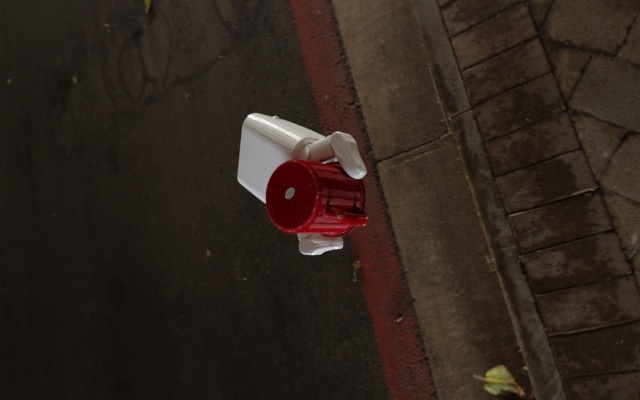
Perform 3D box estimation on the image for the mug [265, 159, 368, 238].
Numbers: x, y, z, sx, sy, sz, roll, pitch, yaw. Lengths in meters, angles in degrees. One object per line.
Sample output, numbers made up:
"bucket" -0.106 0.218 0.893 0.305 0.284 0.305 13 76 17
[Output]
"mug" 0.001 0.002 0.538 0.117 0.093 0.081 30 16 35
